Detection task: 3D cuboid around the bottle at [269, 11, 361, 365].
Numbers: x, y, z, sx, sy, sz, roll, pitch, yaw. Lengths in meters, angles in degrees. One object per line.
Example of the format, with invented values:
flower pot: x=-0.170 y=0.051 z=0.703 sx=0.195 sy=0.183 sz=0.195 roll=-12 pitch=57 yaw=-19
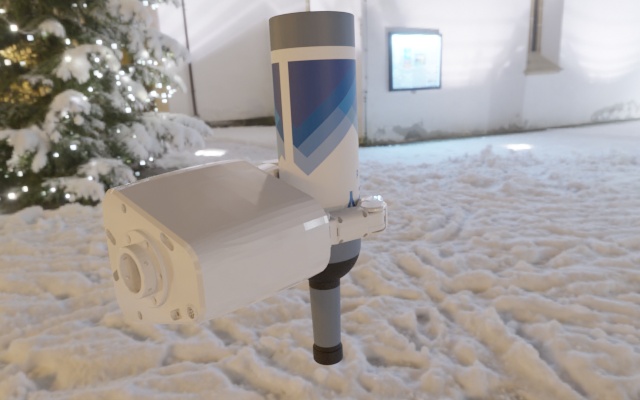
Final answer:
bottle: x=0.000 y=0.001 z=0.404 sx=0.069 sy=0.296 sz=0.069 roll=-3 pitch=14 yaw=1
